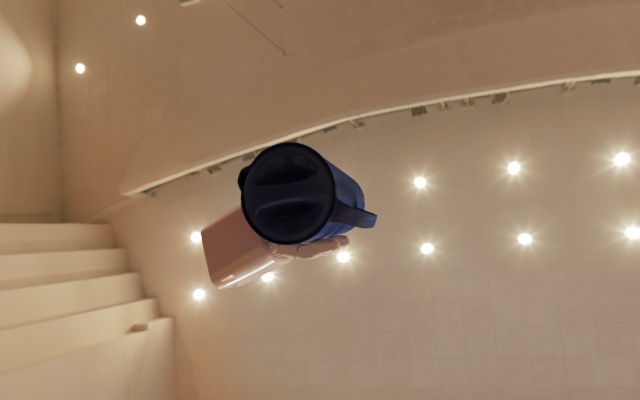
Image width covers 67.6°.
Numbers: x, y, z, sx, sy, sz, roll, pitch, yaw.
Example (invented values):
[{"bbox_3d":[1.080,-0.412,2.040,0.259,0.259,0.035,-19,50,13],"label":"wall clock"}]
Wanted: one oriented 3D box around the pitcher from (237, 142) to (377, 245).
[{"bbox_3d":[0.000,0.002,0.718,0.145,0.149,0.243,-29,-12,14],"label":"pitcher"}]
